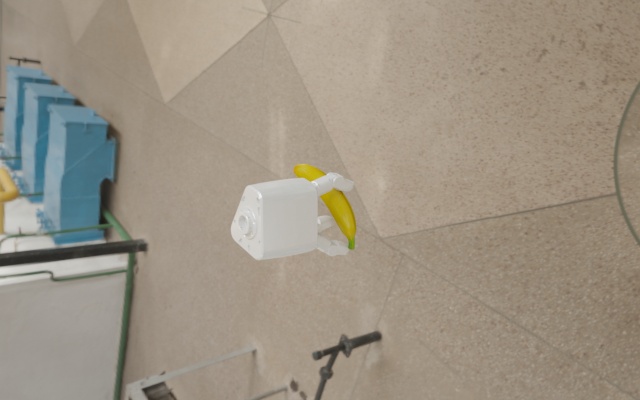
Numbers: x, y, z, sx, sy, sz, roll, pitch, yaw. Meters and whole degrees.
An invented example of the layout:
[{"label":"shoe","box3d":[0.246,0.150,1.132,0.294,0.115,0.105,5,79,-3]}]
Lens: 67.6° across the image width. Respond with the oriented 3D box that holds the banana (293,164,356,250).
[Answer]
[{"label":"banana","box3d":[0.009,-0.007,0.842,0.037,0.197,0.070,-11,-34,-39]}]
